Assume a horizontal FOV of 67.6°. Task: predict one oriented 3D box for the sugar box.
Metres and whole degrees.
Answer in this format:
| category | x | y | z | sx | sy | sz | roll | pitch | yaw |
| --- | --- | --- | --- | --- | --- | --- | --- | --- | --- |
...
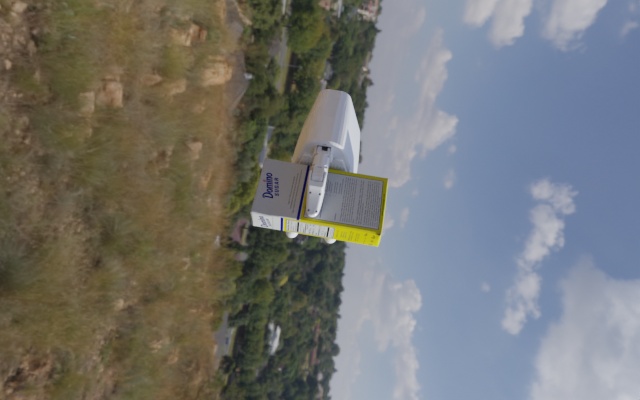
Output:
| category | x | y | z | sx | sy | sz | roll | pitch | yaw |
| --- | --- | --- | --- | --- | --- | --- | --- | --- | --- |
| sugar box | 0.000 | 0.002 | 0.659 | 0.176 | 0.093 | 0.048 | 9 | -33 | 3 |
